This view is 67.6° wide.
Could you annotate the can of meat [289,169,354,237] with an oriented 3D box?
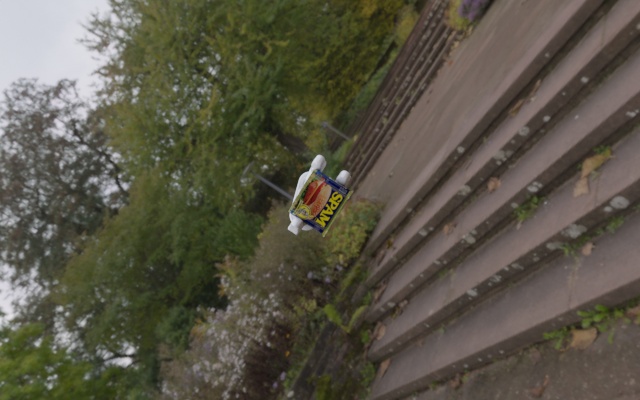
[{"bbox_3d":[0.000,0.003,0.899,0.084,0.102,0.057,33,7,3],"label":"can of meat"}]
